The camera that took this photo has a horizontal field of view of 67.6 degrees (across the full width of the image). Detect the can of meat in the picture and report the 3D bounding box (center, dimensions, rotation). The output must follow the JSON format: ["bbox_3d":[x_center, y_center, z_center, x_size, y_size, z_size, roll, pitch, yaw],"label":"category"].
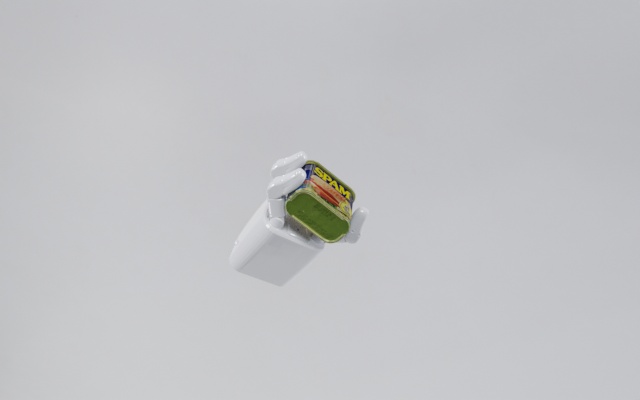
[{"bbox_3d":[0.000,0.002,0.692,0.102,0.057,0.084,38,29,-16],"label":"can of meat"}]
